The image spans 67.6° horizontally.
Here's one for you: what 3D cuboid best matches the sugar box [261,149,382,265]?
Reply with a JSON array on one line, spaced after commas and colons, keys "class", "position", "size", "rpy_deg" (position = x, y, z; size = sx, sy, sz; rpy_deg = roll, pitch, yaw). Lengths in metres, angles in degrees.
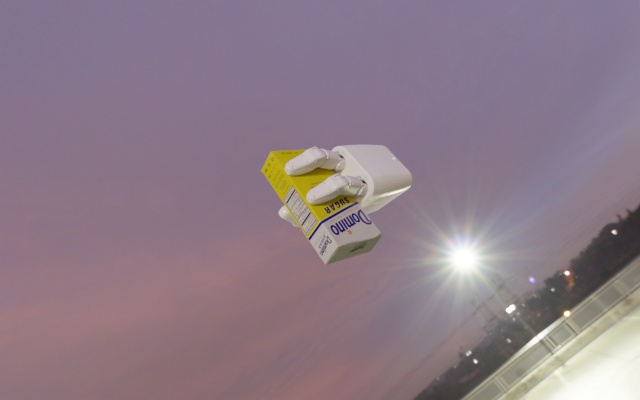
[{"class": "sugar box", "position": [0.000, 0.002, 0.672], "size": [0.093, 0.048, 0.176], "rpy_deg": [-11, 52, -44]}]
